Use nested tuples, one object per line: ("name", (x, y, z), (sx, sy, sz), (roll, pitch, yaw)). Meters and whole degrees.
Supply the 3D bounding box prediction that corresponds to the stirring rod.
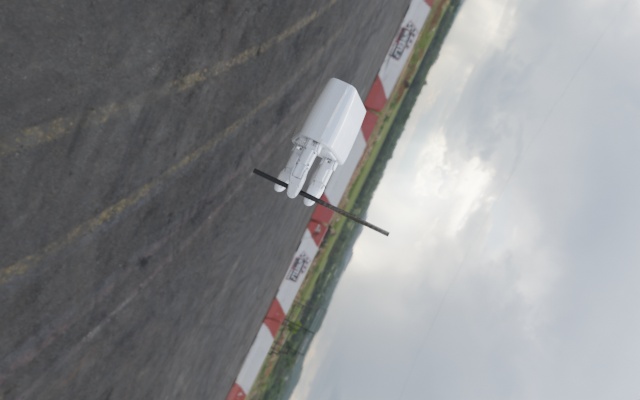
("stirring rod", (0.000, 0.002, 0.767), (0.239, 0.011, 0.011), (25, 2, 5))
